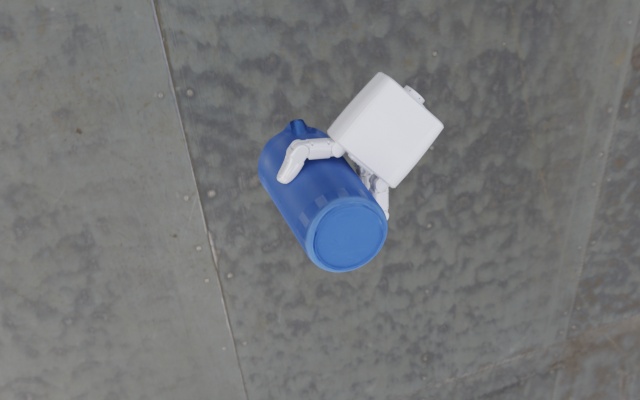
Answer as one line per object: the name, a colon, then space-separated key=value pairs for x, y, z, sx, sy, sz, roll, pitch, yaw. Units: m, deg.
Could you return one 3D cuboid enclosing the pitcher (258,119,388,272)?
pitcher: x=0.000 y=0.002 z=0.679 sx=0.149 sy=0.145 sz=0.242 roll=35 pitch=11 yaw=-30
